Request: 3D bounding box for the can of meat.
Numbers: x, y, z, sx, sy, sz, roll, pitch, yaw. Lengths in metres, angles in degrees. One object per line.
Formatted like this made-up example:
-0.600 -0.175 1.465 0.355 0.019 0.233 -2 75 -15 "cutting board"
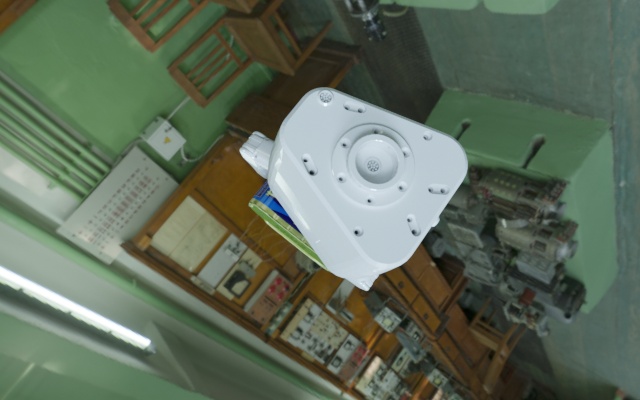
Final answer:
0.000 0.002 0.420 0.102 0.084 0.057 38 -13 -2 "can of meat"
